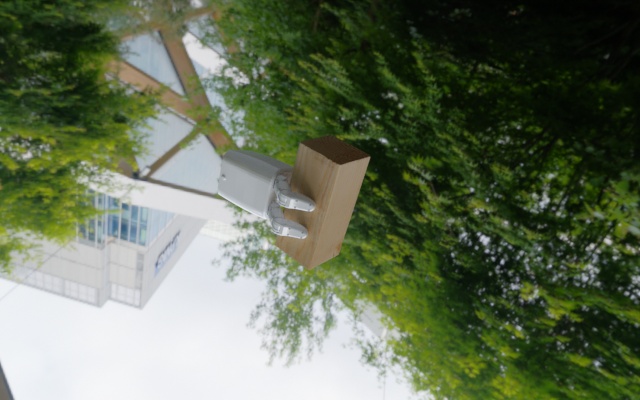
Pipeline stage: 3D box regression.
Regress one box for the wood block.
[{"bbox_3d":[0.000,0.003,0.830,0.090,0.206,0.091,32,32,27],"label":"wood block"}]
